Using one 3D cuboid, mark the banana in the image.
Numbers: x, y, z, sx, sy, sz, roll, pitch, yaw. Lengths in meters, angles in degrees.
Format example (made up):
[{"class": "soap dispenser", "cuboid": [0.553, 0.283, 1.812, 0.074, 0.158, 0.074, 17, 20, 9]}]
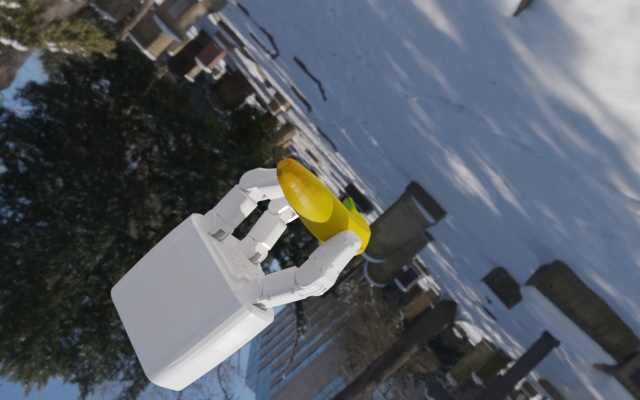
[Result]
[{"class": "banana", "cuboid": [0.011, 0.016, 0.426, 0.037, 0.069, 0.198, -38, -17, 7]}]
